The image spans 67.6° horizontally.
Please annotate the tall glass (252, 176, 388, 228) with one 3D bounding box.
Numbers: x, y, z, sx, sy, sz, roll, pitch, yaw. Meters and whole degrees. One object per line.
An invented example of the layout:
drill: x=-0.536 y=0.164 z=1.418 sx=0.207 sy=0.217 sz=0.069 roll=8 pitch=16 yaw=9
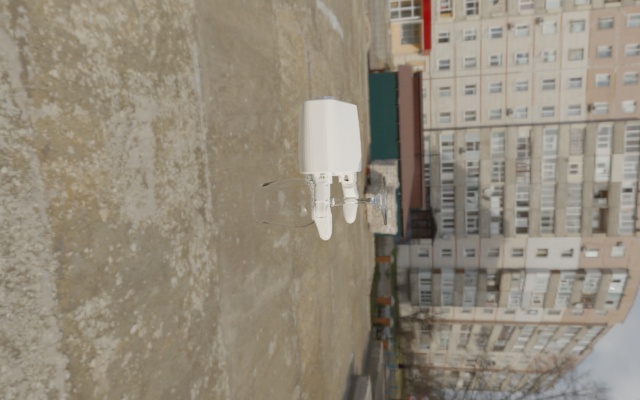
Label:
tall glass: x=0.001 y=0.003 z=0.735 sx=0.201 sy=0.079 sz=0.079 roll=-2 pitch=0 yaw=11
